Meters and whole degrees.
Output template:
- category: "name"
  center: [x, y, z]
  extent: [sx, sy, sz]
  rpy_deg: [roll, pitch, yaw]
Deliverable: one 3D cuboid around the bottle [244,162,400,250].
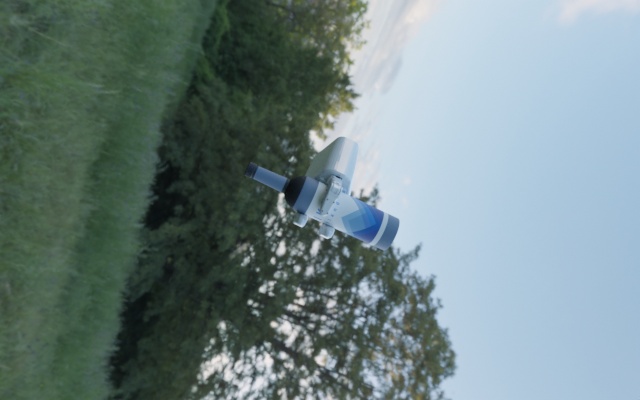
- category: "bottle"
  center: [0.000, 0.003, 0.880]
  extent: [0.296, 0.069, 0.069]
  rpy_deg: [25, -3, -7]
